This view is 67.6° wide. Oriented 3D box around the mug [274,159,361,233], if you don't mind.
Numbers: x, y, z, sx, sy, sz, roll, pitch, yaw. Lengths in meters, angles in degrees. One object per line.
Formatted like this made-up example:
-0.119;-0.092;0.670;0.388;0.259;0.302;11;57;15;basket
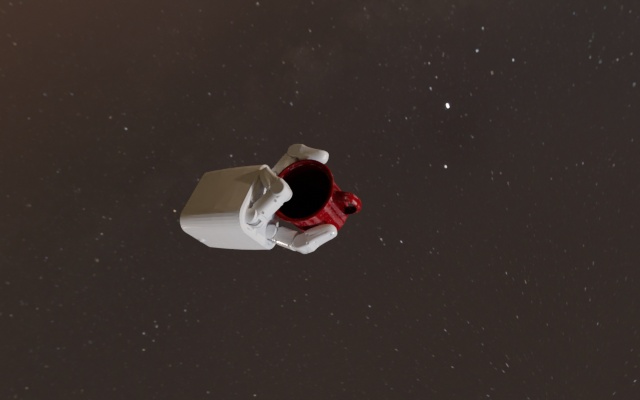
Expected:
0.002;0.002;0.659;0.117;0.093;0.081;0;-24;24;mug
